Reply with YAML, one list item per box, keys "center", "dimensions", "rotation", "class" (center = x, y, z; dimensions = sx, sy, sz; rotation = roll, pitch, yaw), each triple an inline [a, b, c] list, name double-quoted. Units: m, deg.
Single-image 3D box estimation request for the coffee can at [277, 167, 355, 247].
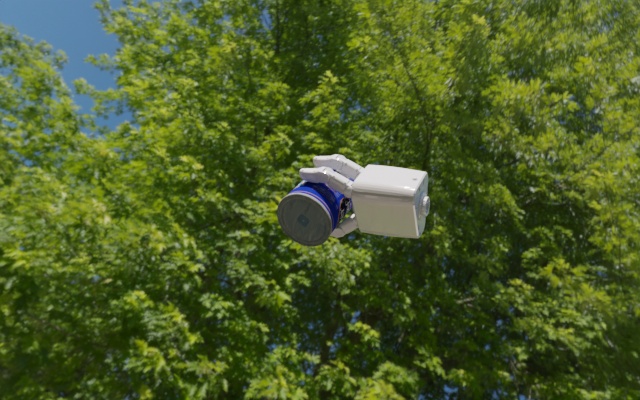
- center: [0.000, 0.003, 0.858]
  dimensions: [0.103, 0.103, 0.140]
  rotation: [0, 28, 29]
  class: "coffee can"
